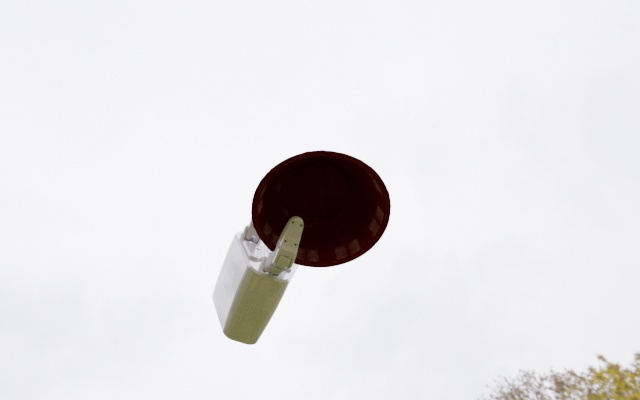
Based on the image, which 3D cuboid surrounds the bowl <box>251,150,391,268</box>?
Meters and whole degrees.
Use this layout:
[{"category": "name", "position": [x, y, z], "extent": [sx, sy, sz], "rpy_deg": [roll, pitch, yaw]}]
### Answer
[{"category": "bowl", "position": [0.001, 0.001, 0.572], "extent": [0.162, 0.162, 0.055], "rpy_deg": [0, 32, -2]}]
